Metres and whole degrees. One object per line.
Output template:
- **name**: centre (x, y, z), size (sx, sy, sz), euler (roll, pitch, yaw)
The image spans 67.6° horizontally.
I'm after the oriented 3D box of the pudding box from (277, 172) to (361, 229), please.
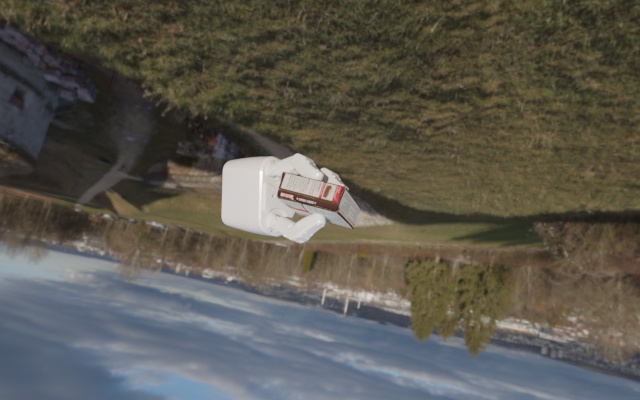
- **pudding box**: centre (0.000, 0.002, 0.655), size (0.090, 0.039, 0.113), euler (13, -9, 18)
